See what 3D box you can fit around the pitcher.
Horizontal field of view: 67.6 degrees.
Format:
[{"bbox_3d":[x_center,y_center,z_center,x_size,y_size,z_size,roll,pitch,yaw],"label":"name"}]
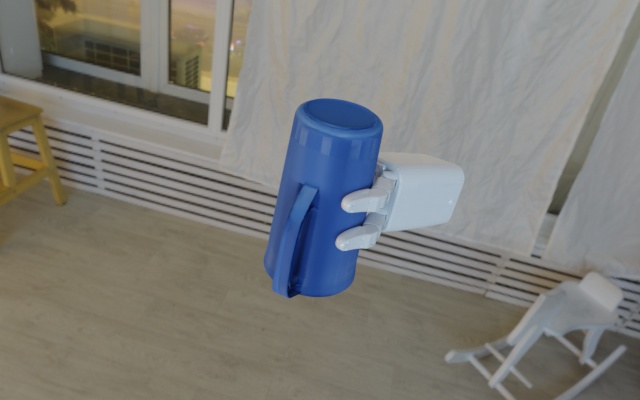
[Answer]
[{"bbox_3d":[0.000,0.002,0.619,0.145,0.243,0.149,-3,34,-22],"label":"pitcher"}]
